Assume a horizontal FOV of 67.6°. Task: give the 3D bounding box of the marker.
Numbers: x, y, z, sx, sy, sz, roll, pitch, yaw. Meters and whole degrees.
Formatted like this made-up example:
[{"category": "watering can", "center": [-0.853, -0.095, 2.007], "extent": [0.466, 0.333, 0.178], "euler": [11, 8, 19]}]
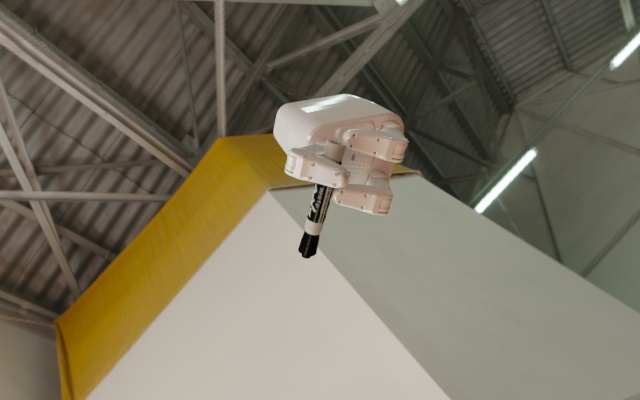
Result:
[{"category": "marker", "center": [0.000, 0.002, 0.456], "extent": [0.020, 0.121, 0.020], "euler": [13, 21, -5]}]
